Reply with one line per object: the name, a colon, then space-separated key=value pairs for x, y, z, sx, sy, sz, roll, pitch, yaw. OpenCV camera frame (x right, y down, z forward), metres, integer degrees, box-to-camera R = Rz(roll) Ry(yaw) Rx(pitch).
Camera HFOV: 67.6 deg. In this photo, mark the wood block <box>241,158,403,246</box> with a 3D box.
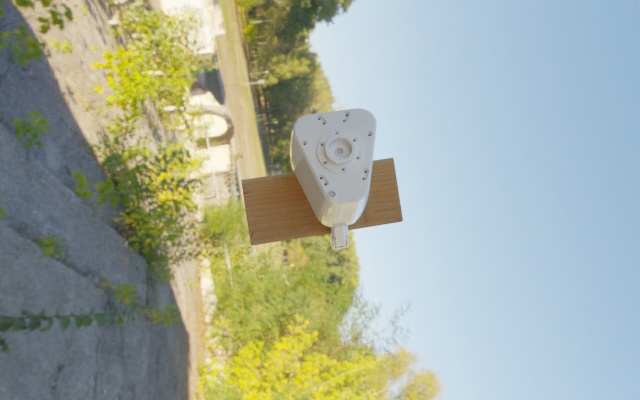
wood block: x=0.000 y=0.002 z=0.676 sx=0.206 sy=0.091 sz=0.090 roll=-8 pitch=-1 yaw=-4
